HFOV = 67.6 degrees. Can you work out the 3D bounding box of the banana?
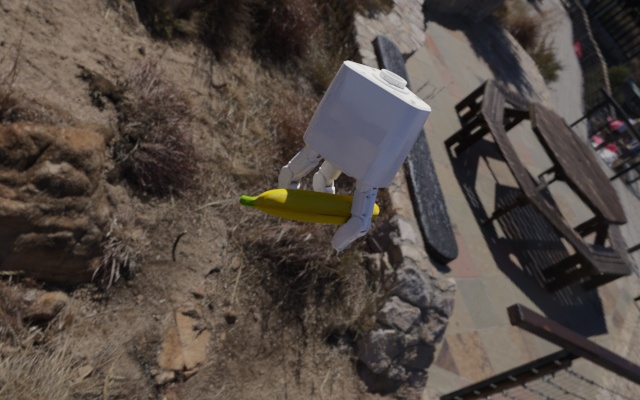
[{"bbox_3d":[0.005,0.006,0.593,0.198,0.037,0.069,7,12,-28],"label":"banana"}]
